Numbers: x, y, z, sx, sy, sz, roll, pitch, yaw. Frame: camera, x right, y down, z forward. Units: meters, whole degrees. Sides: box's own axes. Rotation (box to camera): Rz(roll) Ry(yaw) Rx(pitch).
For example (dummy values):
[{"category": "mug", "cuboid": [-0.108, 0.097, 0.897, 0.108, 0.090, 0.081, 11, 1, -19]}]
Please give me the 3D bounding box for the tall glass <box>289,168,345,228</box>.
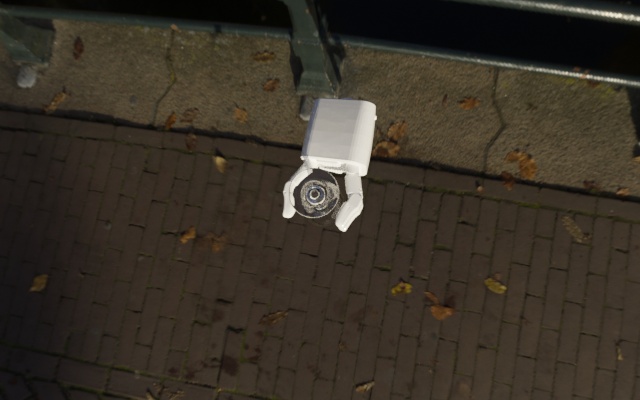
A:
[{"category": "tall glass", "cuboid": [0.000, 0.003, 0.792, 0.079, 0.079, 0.201, 0, -9, 6]}]
